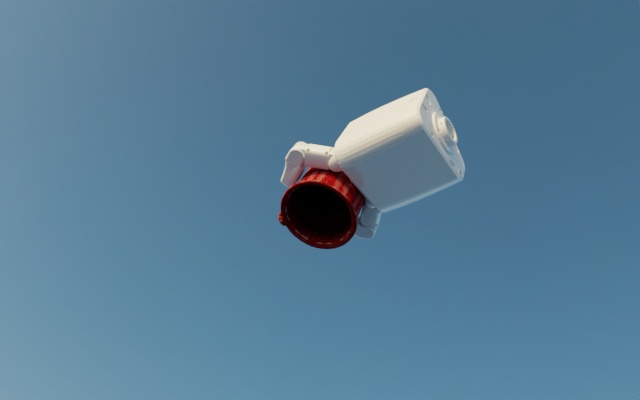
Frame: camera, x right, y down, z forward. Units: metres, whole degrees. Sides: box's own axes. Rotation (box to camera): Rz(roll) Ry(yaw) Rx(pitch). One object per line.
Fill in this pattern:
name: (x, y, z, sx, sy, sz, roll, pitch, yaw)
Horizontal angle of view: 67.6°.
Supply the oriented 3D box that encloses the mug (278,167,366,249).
mug: (-0.001, 0.002, 0.586, 0.117, 0.093, 0.081, -21, 21, 31)
